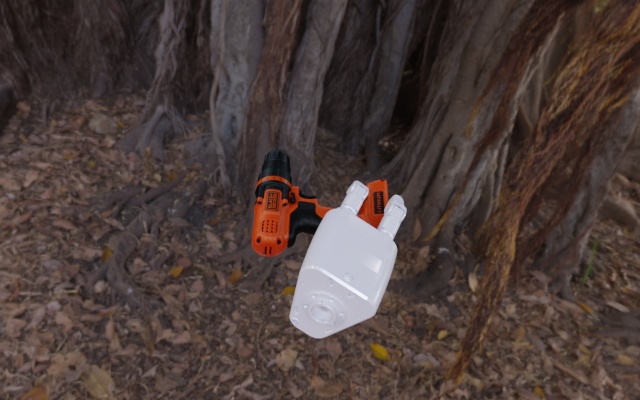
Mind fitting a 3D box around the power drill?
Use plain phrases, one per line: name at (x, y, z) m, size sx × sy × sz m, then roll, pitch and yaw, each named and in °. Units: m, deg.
power drill at (0.001, 0.002, 0.679) m, size 0.187 × 0.184 × 0.057 m, roll 4°, pitch -39°, yaw -3°
